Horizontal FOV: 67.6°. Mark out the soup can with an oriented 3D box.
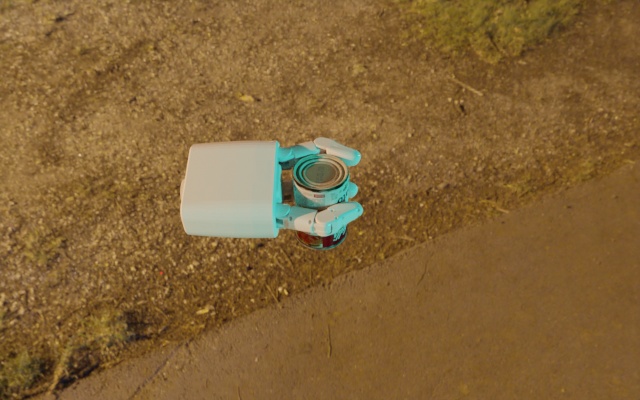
[{"bbox_3d":[0.001,0.002,0.583,0.068,0.102,0.068,0,44,0],"label":"soup can"}]
